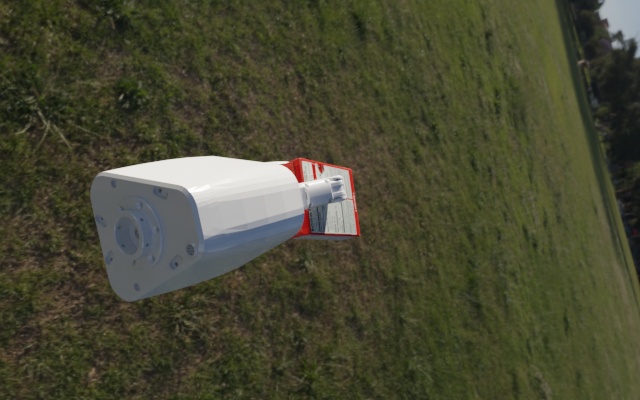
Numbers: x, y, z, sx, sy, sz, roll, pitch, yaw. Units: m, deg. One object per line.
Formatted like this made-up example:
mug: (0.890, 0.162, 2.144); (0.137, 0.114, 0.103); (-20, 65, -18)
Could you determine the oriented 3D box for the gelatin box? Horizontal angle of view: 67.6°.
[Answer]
gelatin box: (0.001, 0.001, 0.473); (0.030, 0.073, 0.089); (-15, -13, 36)
